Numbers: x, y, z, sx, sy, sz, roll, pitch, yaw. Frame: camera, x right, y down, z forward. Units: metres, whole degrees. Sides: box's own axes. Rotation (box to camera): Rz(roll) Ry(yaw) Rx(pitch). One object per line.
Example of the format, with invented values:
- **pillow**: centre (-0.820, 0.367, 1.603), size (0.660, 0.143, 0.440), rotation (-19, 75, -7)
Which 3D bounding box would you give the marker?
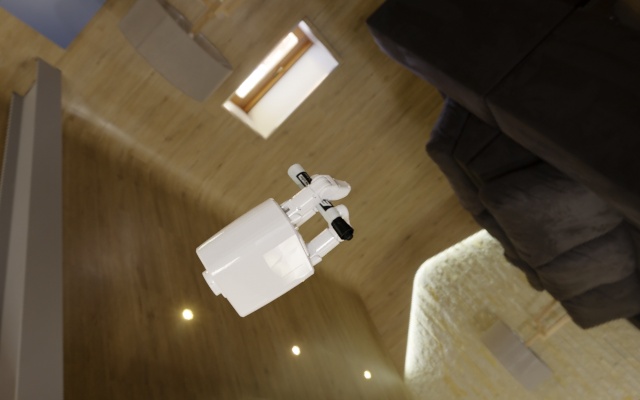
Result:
- **marker**: centre (0.000, 0.002, 0.565), size (0.020, 0.020, 0.121), rotation (0, 43, -49)
